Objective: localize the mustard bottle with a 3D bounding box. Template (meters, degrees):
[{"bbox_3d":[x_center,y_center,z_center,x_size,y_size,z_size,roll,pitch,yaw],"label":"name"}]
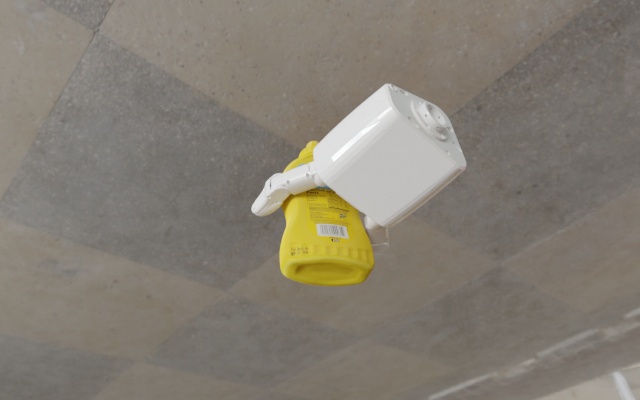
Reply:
[{"bbox_3d":[0.000,0.002,0.544,0.096,0.191,0.058,6,-42,-15],"label":"mustard bottle"}]
